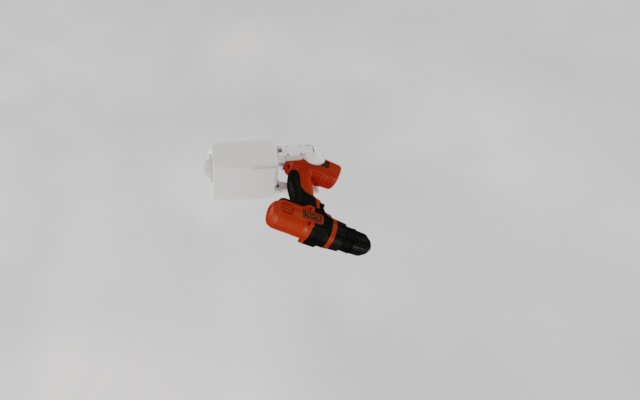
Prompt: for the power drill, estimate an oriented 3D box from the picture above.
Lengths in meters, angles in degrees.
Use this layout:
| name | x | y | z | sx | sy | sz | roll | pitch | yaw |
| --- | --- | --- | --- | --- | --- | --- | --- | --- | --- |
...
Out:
| name | x | y | z | sx | sy | sz | roll | pitch | yaw |
| --- | --- | --- | --- | --- | --- | --- | --- | --- | --- |
| power drill | 0.000 | 0.002 | 0.823 | 0.184 | 0.057 | 0.187 | 22 | 37 | -19 |
